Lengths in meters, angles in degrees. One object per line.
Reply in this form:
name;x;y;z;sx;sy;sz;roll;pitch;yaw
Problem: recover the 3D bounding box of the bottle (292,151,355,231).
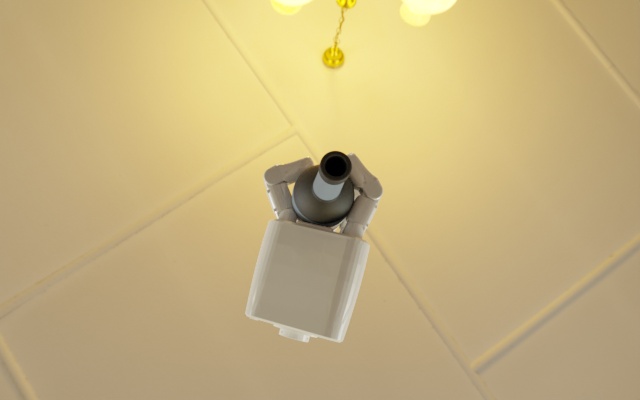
bottle;0.000;0.002;0.544;0.069;0.069;0.296;0;-12;-5
